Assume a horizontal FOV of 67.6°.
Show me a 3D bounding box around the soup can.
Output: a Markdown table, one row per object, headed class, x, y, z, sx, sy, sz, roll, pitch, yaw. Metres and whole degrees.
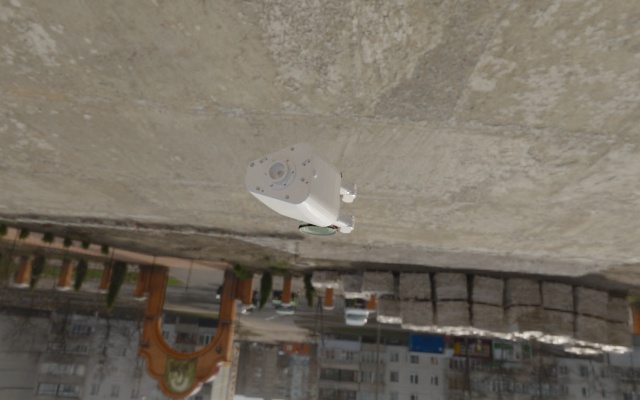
| class | x | y | z | sx | sy | sz | roll | pitch | yaw |
| --- | --- | --- | --- | --- | --- | --- | --- | --- | --- |
| soup can | 0.000 | 0.003 | 0.804 | 0.068 | 0.102 | 0.068 | 4 | -17 | 1 |
